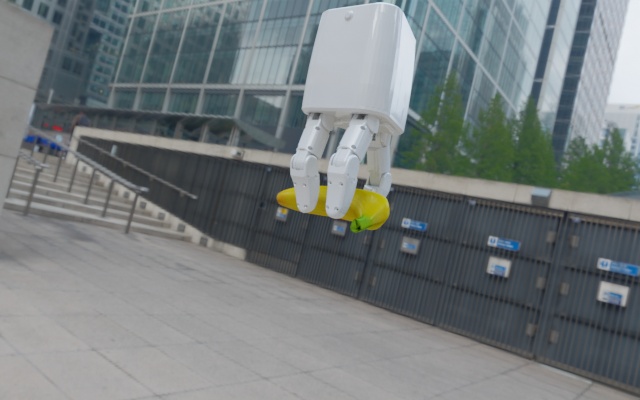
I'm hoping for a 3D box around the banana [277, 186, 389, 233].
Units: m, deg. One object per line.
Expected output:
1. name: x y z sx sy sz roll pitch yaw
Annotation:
1. banana: 0.018 0.003 0.518 0.069 0.037 0.198 4 4 -27
